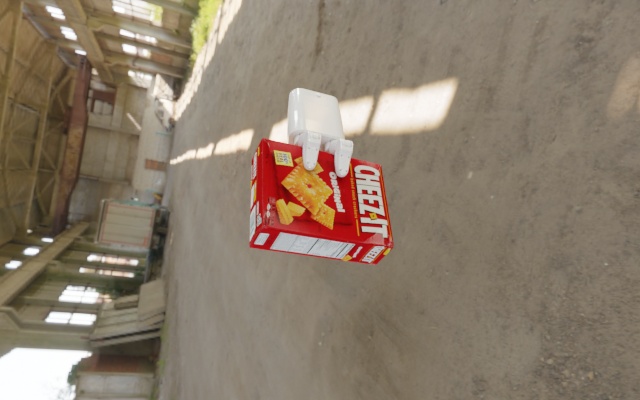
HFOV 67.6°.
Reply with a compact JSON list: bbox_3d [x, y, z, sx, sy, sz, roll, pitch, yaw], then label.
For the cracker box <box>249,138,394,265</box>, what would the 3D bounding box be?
[{"bbox_3d":[0.000,0.003,0.751,0.214,0.164,0.072,10,-35,-20],"label":"cracker box"}]
